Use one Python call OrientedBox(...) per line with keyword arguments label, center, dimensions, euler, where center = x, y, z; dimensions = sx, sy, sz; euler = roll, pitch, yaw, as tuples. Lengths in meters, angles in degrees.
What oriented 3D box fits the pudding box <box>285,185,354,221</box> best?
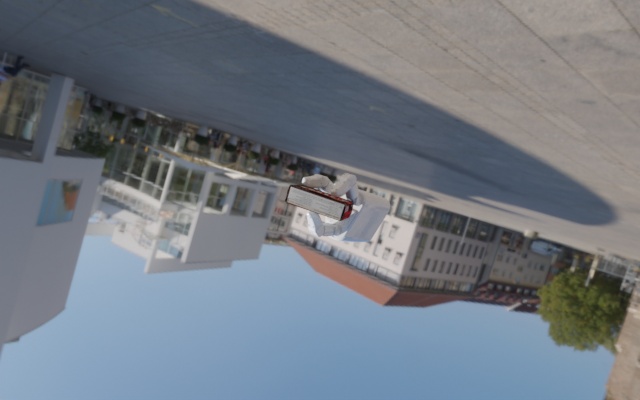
OrientedBox(label="pudding box", center=(0.000, 0.003, 0.892), dimensions=(0.113, 0.039, 0.090), euler=(17, 5, 12))
